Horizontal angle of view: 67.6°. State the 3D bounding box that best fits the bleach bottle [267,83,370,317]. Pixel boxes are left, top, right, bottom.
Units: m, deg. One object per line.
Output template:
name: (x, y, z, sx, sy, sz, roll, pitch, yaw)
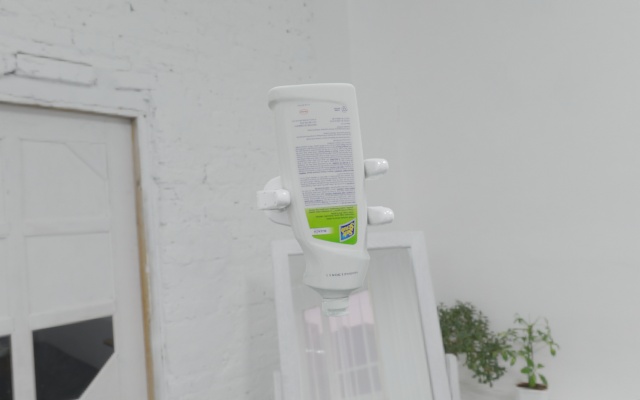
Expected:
bleach bottle: (0.000, 0.002, 0.533, 0.102, 0.251, 0.068, -4, -1, -4)
